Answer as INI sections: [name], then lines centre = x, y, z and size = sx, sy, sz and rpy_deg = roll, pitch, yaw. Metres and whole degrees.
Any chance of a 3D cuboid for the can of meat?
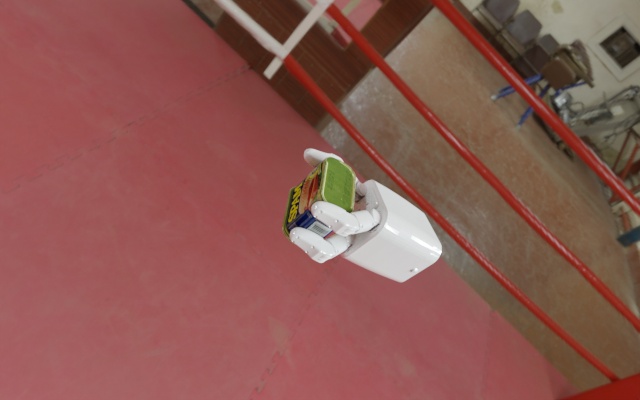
[can of meat]
centre = 0.000, 0.002, 0.633
size = 0.057, 0.102, 0.084
rpy_deg = 31, -50, -21
